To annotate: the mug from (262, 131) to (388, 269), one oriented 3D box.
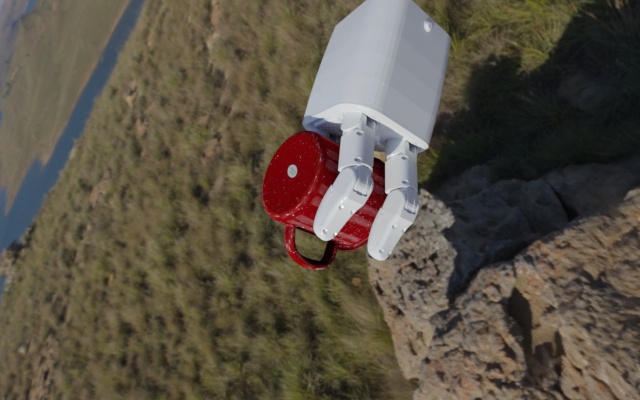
[{"bbox_3d":[-0.001,0.003,0.417,0.081,0.117,0.093,23,-12,-37],"label":"mug"}]
